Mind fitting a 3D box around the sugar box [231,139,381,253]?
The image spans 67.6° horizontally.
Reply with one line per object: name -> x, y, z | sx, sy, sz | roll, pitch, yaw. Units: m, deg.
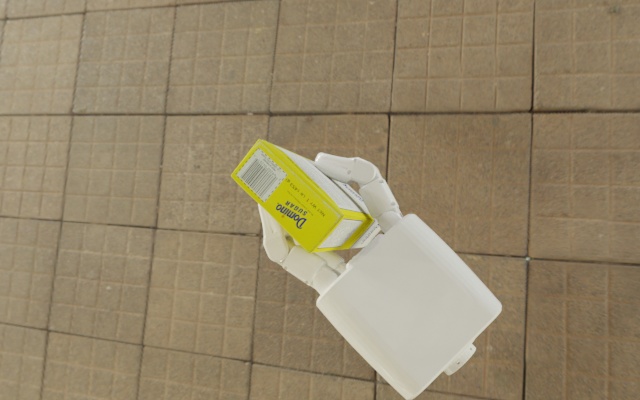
sugar box -> 0.000, 0.002, 0.439 | 0.093, 0.048, 0.176 | 44, 7, 17
